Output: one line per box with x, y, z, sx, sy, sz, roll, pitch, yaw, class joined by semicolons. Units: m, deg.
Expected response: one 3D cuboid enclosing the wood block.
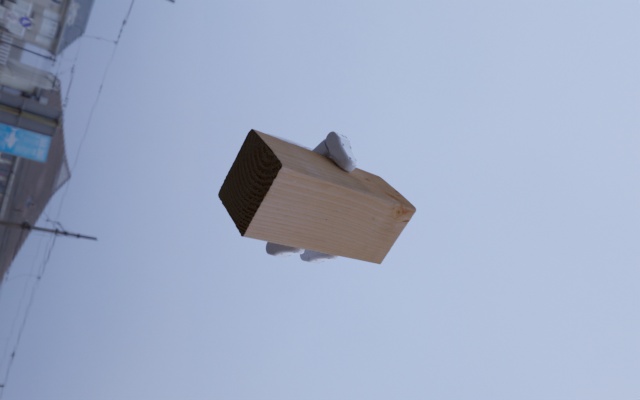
0.000;0.001;0.563;0.206;0.091;0.090;16;22;-38;wood block
